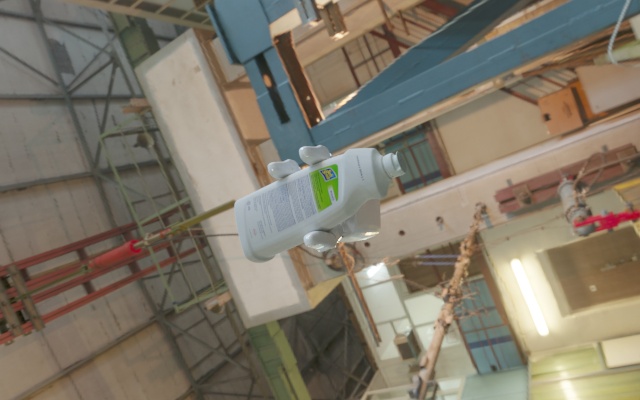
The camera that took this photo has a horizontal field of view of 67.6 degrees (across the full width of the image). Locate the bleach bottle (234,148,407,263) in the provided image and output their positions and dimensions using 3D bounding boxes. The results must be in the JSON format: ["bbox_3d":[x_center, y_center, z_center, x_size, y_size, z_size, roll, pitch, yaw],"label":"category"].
[{"bbox_3d":[0.000,0.002,0.652,0.251,0.102,0.068,-22,-15,26],"label":"bleach bottle"}]
